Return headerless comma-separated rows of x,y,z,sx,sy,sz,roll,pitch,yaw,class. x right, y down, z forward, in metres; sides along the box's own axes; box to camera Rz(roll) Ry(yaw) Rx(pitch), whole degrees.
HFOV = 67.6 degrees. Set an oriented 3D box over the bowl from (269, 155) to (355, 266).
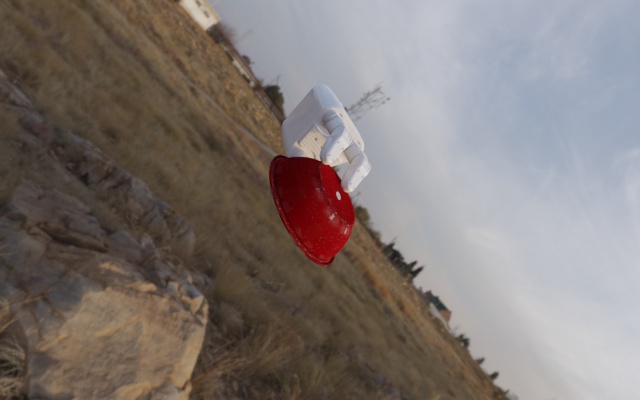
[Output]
0.001,0.003,0.630,0.055,0.162,0.162,-25,-9,19,bowl
